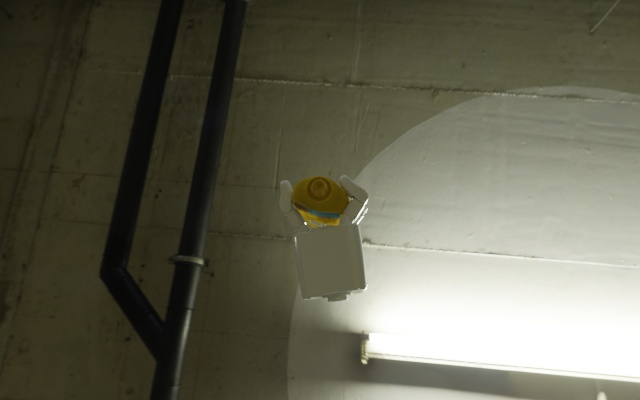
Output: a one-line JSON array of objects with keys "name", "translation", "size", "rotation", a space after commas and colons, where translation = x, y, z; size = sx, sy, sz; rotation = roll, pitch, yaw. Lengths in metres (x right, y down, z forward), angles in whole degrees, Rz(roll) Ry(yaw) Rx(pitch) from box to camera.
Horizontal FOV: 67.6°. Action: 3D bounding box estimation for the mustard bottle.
[{"name": "mustard bottle", "translation": [0.000, 0.002, 0.812], "size": [0.096, 0.058, 0.192], "rotation": [16, -14, 6]}]
